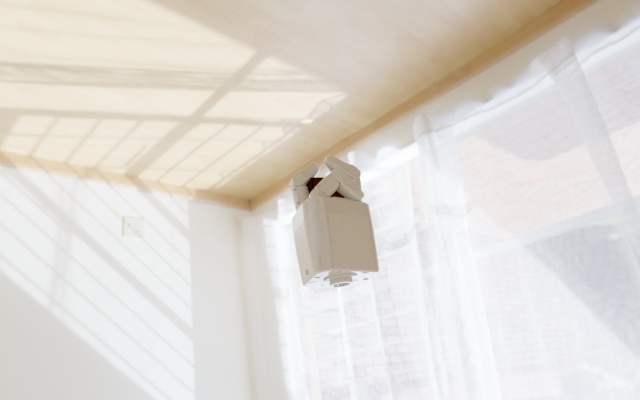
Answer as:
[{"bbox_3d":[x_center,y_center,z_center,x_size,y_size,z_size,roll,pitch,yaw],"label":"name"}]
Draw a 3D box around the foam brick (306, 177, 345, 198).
[{"bbox_3d":[0.000,0.003,0.756,0.053,0.051,0.078,-1,-23,-20],"label":"foam brick"}]
